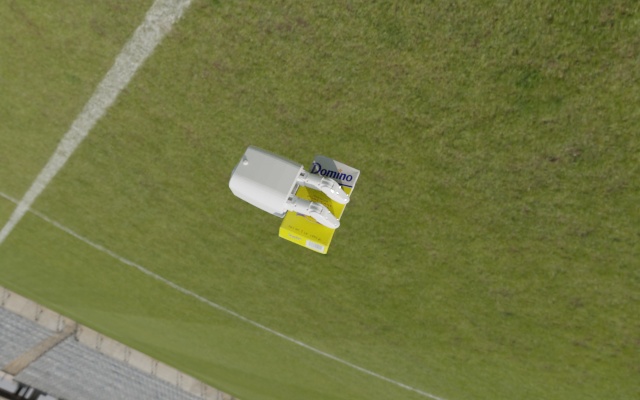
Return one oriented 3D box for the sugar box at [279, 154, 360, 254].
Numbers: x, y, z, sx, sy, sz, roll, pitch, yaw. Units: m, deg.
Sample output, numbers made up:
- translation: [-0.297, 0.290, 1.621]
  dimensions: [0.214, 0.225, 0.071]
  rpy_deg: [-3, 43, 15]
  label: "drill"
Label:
- translation: [0.000, 0.003, 0.888]
  dimensions: [0.093, 0.176, 0.048]
  rpy_deg: [22, -27, 3]
  label: "sugar box"
